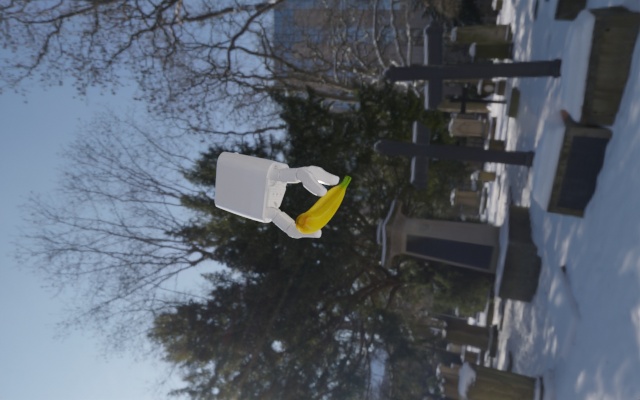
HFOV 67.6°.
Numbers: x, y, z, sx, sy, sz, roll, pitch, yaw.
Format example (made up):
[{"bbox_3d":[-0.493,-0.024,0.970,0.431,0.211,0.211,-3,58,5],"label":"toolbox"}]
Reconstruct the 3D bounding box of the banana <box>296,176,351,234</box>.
[{"bbox_3d":[-0.002,0.017,0.826,0.037,0.070,0.197,22,31,14],"label":"banana"}]
